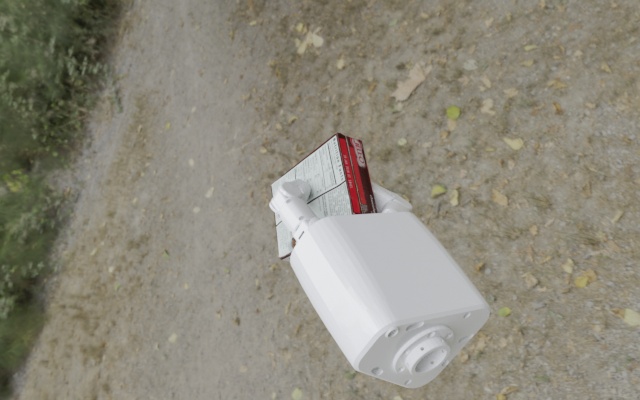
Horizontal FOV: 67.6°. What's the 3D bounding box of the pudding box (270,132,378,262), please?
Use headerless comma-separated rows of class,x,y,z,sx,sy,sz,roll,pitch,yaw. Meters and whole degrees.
pudding box,0.000,0.002,0.463,0.039,0.090,0.113,16,-35,-40
